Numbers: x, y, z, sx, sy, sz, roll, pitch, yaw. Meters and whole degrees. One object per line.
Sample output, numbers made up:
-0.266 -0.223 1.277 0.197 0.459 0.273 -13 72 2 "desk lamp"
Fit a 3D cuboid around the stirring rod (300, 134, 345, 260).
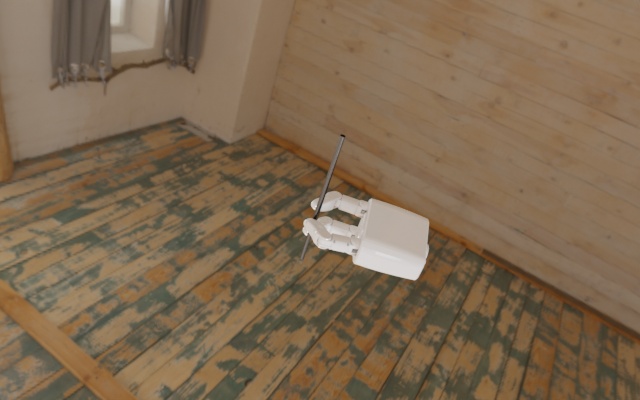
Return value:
0.000 0.002 0.755 0.011 0.240 0.011 13 33 -9 "stirring rod"
